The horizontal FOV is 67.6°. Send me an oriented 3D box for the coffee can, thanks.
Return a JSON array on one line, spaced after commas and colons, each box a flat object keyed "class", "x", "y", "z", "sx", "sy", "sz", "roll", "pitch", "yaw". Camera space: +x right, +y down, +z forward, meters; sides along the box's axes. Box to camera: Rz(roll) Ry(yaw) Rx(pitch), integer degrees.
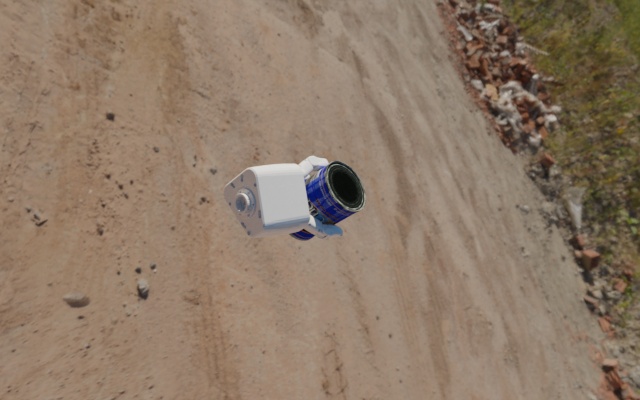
[{"class": "coffee can", "x": 0.000, "y": 0.003, "z": 0.897, "sx": 0.103, "sy": 0.102, "sz": 0.140, "roll": 0, "pitch": -25, "yaw": -47}]
